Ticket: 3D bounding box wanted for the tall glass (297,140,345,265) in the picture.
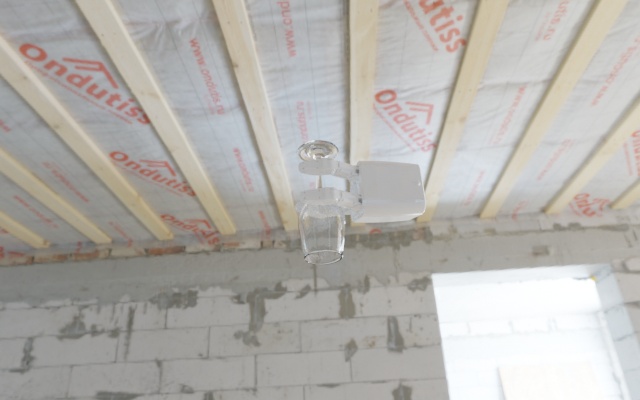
[{"bbox_3d":[0.000,0.002,0.799,0.079,0.201,0.079,-2,-27,-1],"label":"tall glass"}]
